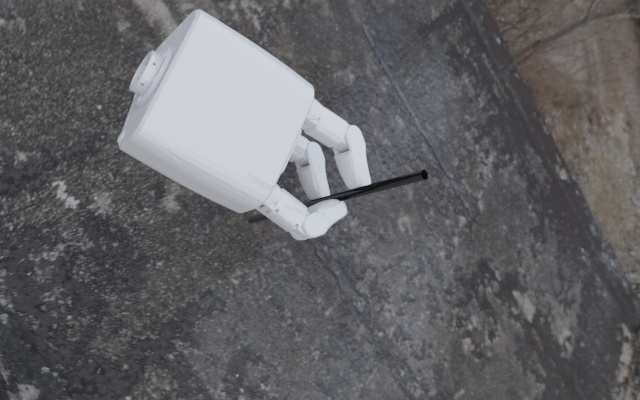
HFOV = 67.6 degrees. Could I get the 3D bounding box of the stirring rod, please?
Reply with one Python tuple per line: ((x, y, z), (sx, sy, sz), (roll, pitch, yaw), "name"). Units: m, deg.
((0.000, 0.002, 0.447), (0.011, 0.011, 0.239), (0, -10, -41), "stirring rod")
